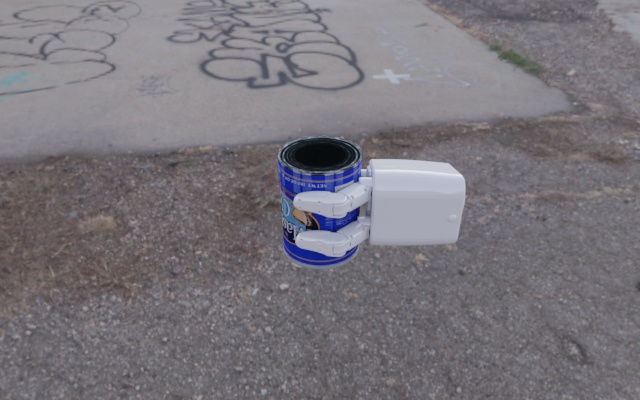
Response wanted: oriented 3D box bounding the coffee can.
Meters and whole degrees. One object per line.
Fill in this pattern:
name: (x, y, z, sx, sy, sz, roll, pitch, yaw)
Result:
coffee can: (0.000, 0.002, 0.608, 0.103, 0.140, 0.102, -1, 32, 0)
